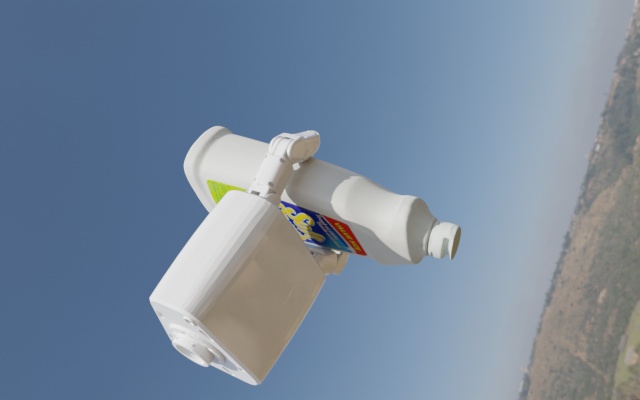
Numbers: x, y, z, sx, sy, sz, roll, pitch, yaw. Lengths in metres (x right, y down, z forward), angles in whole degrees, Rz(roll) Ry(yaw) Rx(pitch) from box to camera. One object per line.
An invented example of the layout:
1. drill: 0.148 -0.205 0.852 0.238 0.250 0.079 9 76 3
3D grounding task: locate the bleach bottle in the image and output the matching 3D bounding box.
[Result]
1. bleach bottle: 0.000 0.001 0.438 0.251 0.068 0.103 14 -35 26
